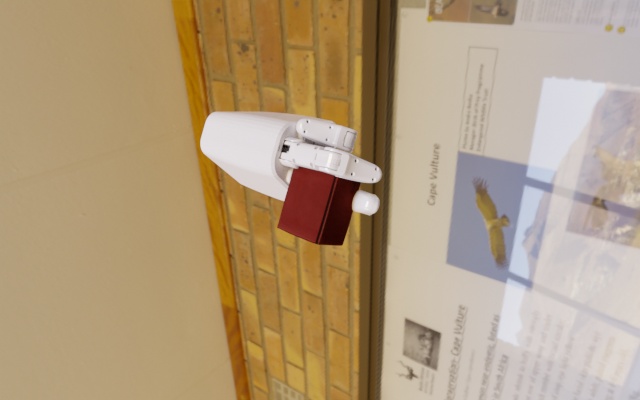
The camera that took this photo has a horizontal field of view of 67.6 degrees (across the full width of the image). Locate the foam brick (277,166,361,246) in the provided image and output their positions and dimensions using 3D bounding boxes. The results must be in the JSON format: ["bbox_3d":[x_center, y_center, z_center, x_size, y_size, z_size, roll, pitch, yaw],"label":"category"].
[{"bbox_3d":[0.000,0.002,0.479,0.051,0.078,0.053,16,0,31],"label":"foam brick"}]
